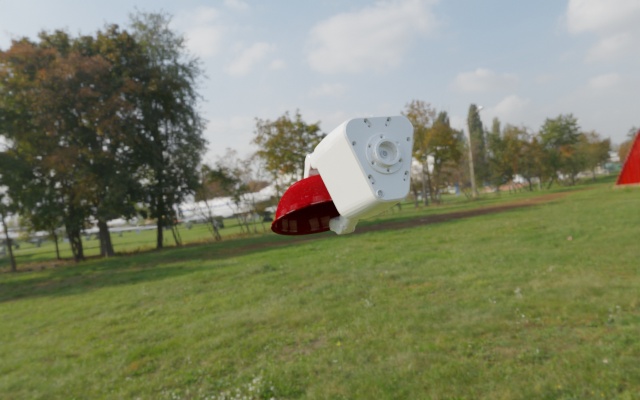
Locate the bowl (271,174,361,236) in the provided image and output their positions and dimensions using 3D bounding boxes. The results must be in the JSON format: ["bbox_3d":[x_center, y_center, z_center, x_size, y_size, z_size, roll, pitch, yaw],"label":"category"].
[{"bbox_3d":[-0.001,0.002,0.718,0.162,0.055,0.162,-12,-18,-4],"label":"bowl"}]
